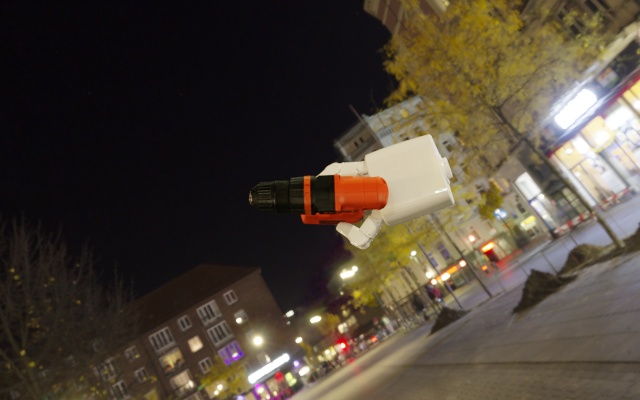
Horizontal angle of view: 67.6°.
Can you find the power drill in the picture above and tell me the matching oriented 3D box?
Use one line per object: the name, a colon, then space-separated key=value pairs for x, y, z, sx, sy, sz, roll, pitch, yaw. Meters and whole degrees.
power drill: x=0.000 y=0.002 z=0.702 sx=0.184 sy=0.057 sz=0.187 roll=0 pitch=-5 yaw=2
